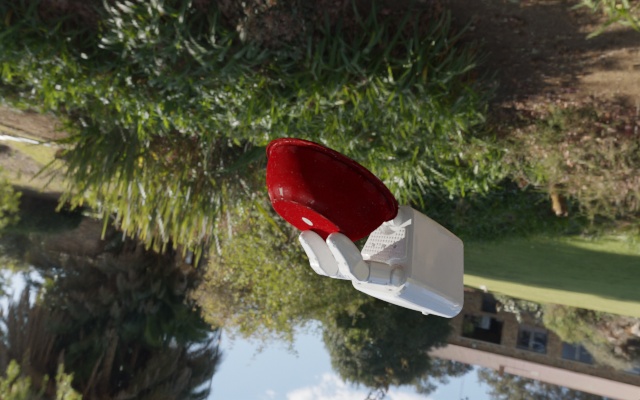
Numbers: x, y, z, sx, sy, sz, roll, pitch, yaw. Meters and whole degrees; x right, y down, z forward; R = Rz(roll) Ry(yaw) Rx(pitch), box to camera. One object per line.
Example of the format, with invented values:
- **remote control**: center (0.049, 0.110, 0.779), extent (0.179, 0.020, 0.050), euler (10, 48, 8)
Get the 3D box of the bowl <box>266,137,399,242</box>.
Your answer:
- **bowl**: center (-0.001, 0.001, 0.520), extent (0.162, 0.055, 0.162), euler (26, -19, 10)
